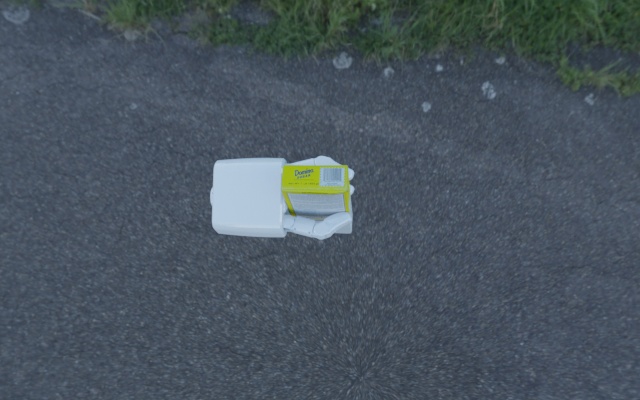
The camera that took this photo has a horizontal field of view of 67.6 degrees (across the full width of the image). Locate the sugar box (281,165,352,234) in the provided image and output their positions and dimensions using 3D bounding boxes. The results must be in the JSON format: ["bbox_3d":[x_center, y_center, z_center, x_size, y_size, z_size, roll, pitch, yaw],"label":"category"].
[{"bbox_3d":[0.000,0.002,0.728,0.093,0.048,0.176,2,-20,6],"label":"sugar box"}]
